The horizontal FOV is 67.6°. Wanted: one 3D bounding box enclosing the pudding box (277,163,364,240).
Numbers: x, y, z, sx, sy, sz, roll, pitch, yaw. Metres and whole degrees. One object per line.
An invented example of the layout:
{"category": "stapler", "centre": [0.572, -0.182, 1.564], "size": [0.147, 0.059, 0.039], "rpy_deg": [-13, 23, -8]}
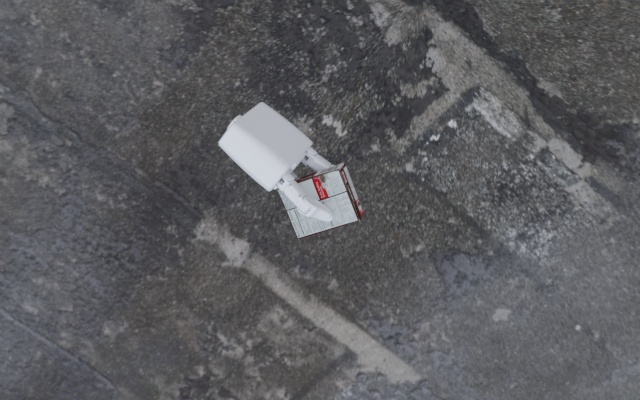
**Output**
{"category": "pudding box", "centre": [0.000, 0.002, 0.747], "size": [0.113, 0.090, 0.039], "rpy_deg": [-17, 12, 21]}
